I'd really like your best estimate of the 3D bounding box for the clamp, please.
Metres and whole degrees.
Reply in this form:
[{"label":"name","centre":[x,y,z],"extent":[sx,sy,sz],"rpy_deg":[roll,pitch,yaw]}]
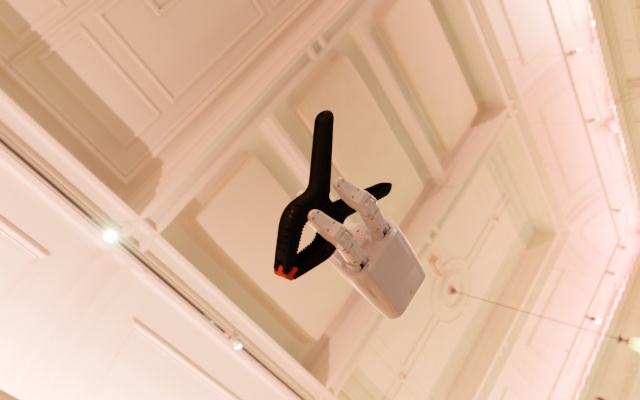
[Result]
[{"label":"clamp","centre":[-0.001,0.002,0.611],"extent":[0.036,0.210,0.165],"rpy_deg":[9,-36,50]}]
